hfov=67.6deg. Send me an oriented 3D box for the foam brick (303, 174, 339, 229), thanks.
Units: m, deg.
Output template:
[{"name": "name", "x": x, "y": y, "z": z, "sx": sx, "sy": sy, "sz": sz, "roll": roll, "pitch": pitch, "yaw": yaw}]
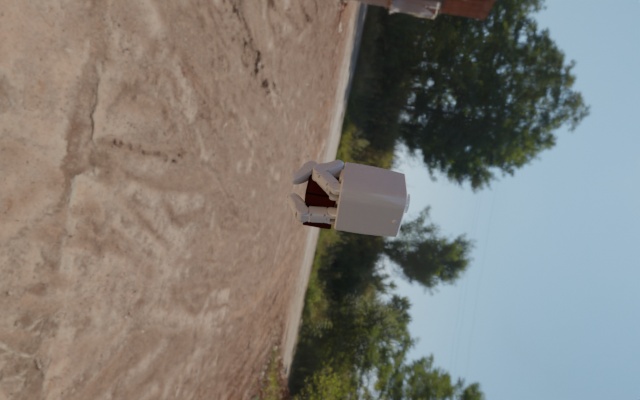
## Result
[{"name": "foam brick", "x": 0.000, "y": 0.003, "z": 0.818, "sx": 0.051, "sy": 0.078, "sz": 0.053, "roll": 9, "pitch": 44, "yaw": 2}]
